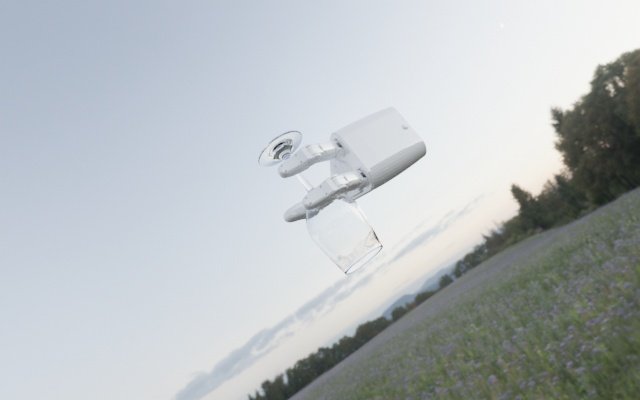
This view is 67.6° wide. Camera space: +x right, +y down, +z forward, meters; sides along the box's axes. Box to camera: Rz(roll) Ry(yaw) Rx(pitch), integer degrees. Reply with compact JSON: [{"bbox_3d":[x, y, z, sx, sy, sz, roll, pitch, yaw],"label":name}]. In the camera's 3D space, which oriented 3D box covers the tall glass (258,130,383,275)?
[{"bbox_3d":[0.000,0.002,0.650,0.079,0.201,0.079,-33,-17,-12],"label":"tall glass"}]
